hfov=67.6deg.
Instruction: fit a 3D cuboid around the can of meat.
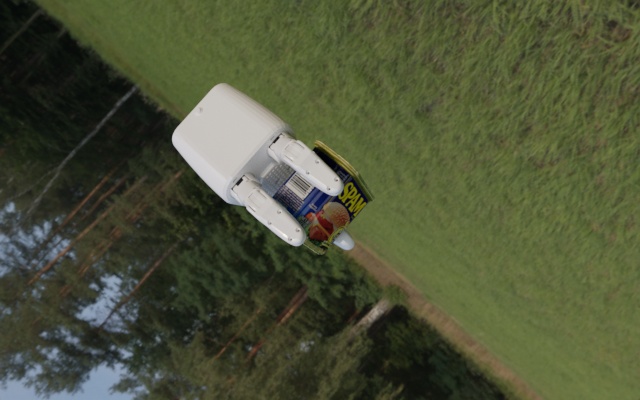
[{"bbox_3d":[0.000,0.002,0.479,0.057,0.084,0.102,40,-3,26],"label":"can of meat"}]
